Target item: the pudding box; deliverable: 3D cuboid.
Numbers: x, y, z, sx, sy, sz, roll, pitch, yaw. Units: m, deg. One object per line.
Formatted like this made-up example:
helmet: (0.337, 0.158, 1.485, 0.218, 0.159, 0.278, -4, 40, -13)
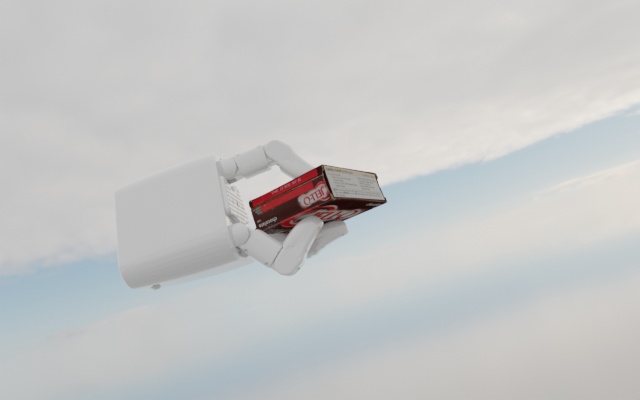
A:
pudding box: (0.000, 0.001, 0.468, 0.090, 0.039, 0.113, -24, -12, 30)
